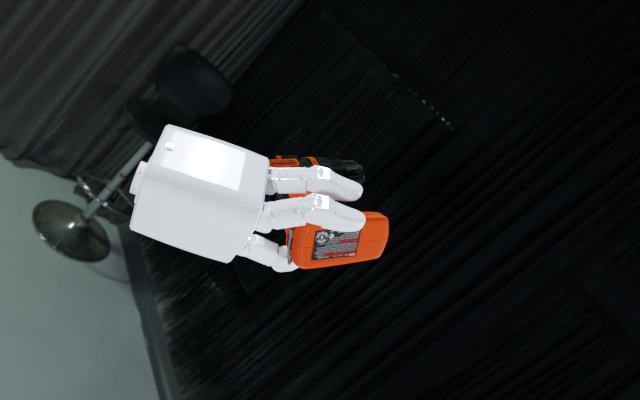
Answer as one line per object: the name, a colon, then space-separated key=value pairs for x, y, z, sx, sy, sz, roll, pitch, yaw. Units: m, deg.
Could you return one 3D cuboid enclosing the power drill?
power drill: x=0.000 y=0.002 z=0.553 sx=0.184 sy=0.057 sz=0.187 roll=-6 pitch=27 yaw=-24
